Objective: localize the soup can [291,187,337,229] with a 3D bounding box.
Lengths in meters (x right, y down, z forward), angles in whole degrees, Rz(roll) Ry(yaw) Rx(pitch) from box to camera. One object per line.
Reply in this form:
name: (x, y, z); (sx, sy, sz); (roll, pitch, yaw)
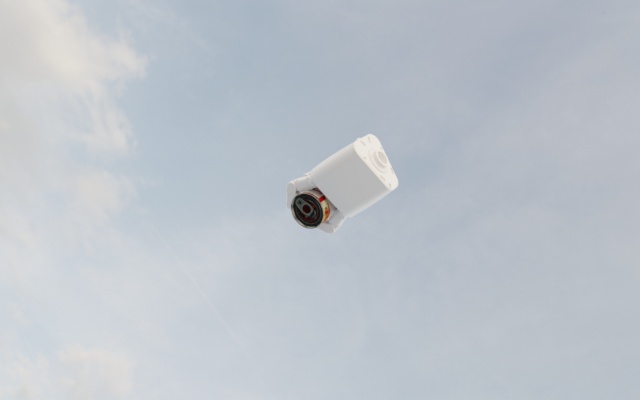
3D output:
soup can: (0.000, 0.003, 0.891); (0.068, 0.068, 0.102); (0, 19, 31)
